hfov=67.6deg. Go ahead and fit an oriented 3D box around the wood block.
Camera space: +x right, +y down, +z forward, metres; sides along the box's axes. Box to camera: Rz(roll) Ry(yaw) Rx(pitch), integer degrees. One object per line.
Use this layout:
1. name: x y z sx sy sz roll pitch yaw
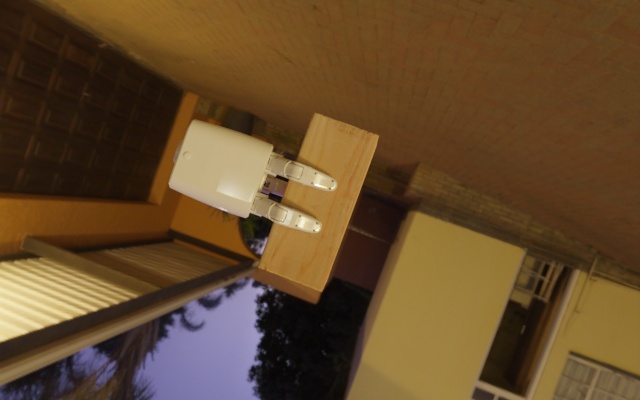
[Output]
1. wood block: 0.000 0.002 0.634 0.090 0.206 0.091 20 1 4
